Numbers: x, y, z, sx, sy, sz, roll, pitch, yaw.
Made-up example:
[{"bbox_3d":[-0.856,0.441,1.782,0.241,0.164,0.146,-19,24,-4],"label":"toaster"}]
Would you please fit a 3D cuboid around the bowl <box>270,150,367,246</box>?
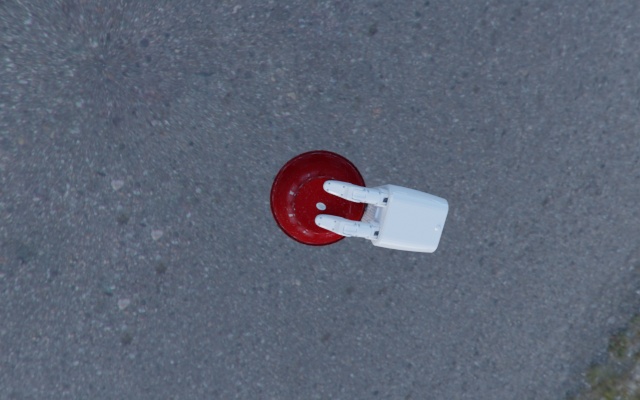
[{"bbox_3d":[-0.001,0.003,0.761,0.162,0.162,0.055,0,11,-6],"label":"bowl"}]
